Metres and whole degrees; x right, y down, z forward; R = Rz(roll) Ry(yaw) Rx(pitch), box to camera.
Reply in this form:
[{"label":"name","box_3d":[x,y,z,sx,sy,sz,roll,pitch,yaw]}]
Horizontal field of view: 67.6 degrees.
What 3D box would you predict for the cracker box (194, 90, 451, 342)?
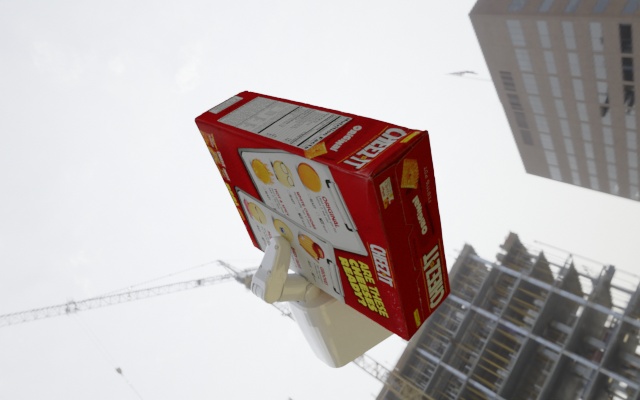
[{"label":"cracker box","box_3d":[0.000,0.001,0.415,0.072,0.164,0.213,-40,41,-27]}]
